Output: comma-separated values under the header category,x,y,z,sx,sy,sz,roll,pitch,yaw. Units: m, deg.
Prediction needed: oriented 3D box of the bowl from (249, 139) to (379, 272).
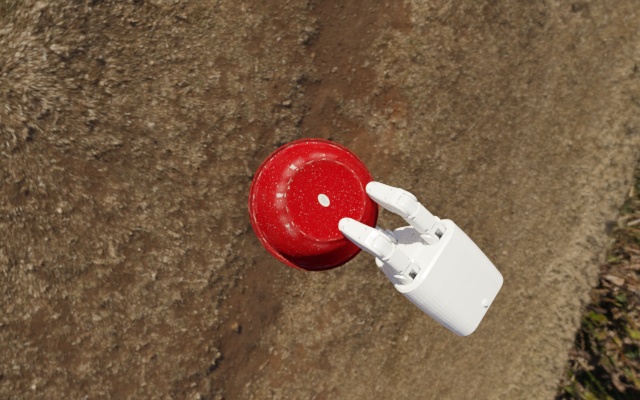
category,x,y,z,sx,sy,sz,roll,pitch,yaw
bowl,-0.001,0.001,0.552,0.162,0.162,0.055,0,-6,-13
